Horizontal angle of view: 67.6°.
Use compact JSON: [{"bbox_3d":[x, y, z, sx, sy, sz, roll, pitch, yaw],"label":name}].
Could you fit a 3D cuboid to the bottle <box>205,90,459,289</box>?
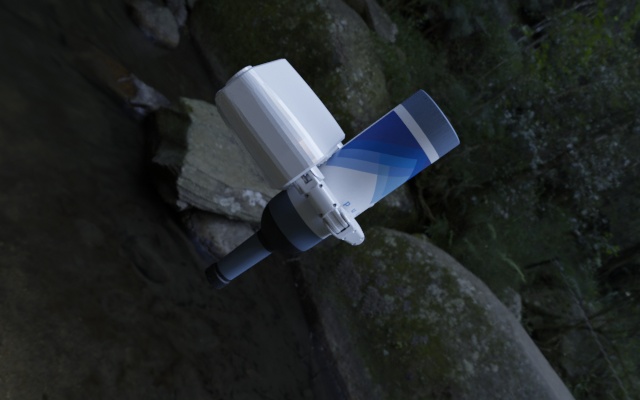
[{"bbox_3d":[0.000,0.002,0.497,0.296,0.069,0.069,-36,-7,10],"label":"bottle"}]
